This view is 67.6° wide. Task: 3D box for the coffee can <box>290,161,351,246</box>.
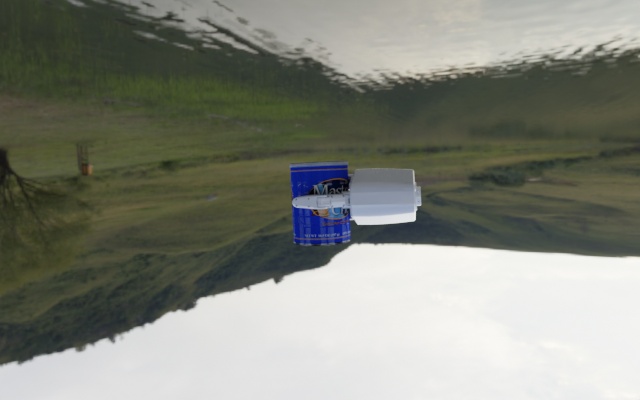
[{"bbox_3d":[0.000,0.003,0.839,0.103,0.140,0.103,-3,4,0],"label":"coffee can"}]
